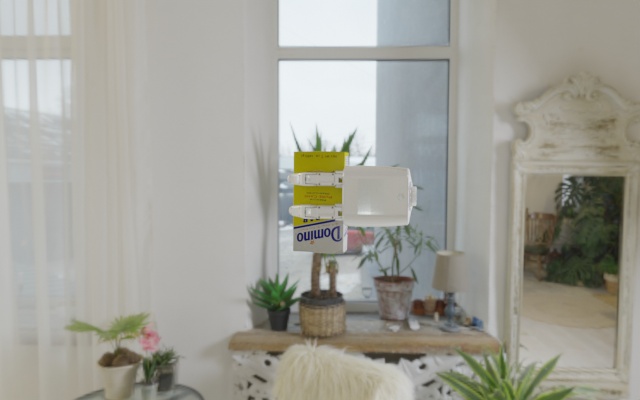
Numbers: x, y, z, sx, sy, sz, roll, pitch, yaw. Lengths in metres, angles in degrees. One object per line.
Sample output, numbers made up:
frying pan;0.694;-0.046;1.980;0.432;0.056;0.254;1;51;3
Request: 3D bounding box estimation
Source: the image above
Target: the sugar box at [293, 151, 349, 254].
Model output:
sugar box;0.000;0.003;0.836;0.093;0.176;0.048;1;3;13
